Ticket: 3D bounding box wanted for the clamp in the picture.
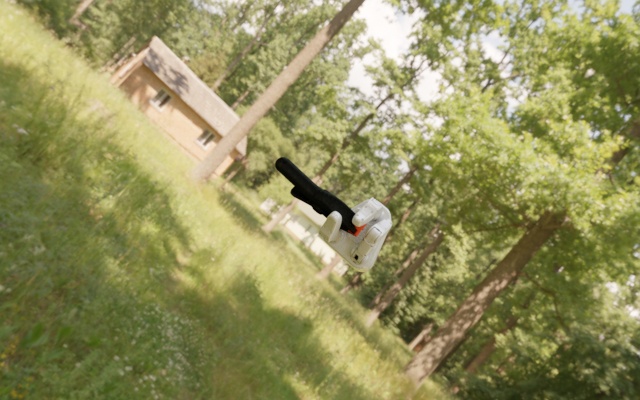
[{"bbox_3d":[0.001,0.002,0.780,0.171,0.039,0.120,41,-5,14],"label":"clamp"}]
